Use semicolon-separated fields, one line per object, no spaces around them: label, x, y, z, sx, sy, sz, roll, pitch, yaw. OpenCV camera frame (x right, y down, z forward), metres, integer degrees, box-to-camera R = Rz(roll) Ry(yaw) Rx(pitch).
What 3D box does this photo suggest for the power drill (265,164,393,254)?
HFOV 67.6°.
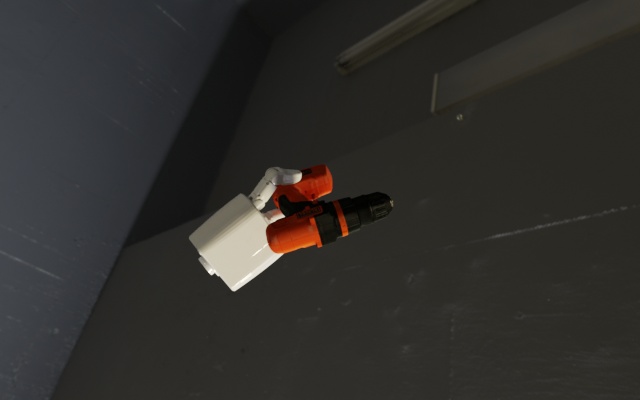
power drill;0.000;0.002;0.731;0.184;0.057;0.187;-16;23;-5
